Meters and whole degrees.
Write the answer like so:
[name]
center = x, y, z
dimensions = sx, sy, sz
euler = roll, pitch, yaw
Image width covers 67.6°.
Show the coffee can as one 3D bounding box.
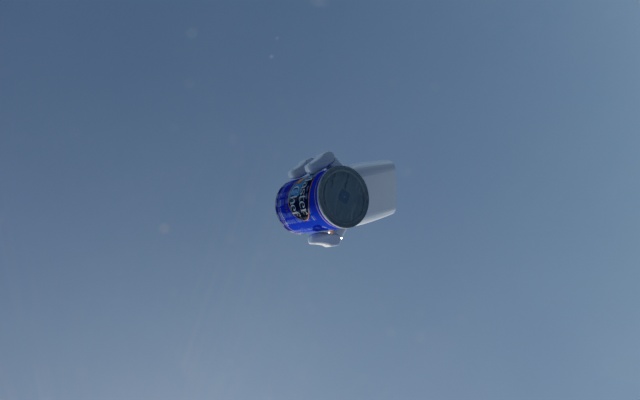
[coffee can]
center = 0.000, 0.003, 0.826
dimensions = 0.103, 0.103, 0.140
euler = 0, -7, -35
